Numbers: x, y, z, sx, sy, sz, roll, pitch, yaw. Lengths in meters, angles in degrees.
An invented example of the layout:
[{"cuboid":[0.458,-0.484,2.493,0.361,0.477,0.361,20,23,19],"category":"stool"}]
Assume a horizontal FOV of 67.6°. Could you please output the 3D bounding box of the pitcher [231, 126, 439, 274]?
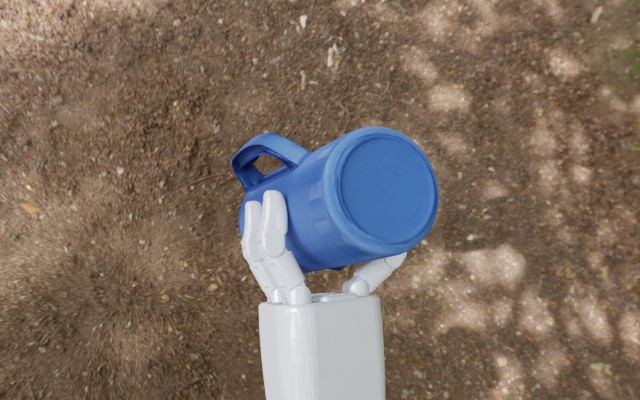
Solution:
[{"cuboid":[0.000,0.002,0.486,0.149,0.145,0.243,2,-10,-22],"category":"pitcher"}]
